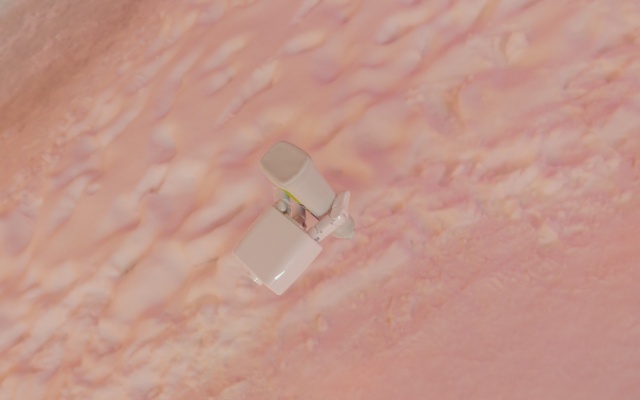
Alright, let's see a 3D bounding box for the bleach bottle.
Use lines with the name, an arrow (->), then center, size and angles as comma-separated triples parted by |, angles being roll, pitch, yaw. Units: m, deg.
bleach bottle -> 0.000, 0.003, 0.828 | 0.102, 0.068, 0.251 | 37, -7, 44
